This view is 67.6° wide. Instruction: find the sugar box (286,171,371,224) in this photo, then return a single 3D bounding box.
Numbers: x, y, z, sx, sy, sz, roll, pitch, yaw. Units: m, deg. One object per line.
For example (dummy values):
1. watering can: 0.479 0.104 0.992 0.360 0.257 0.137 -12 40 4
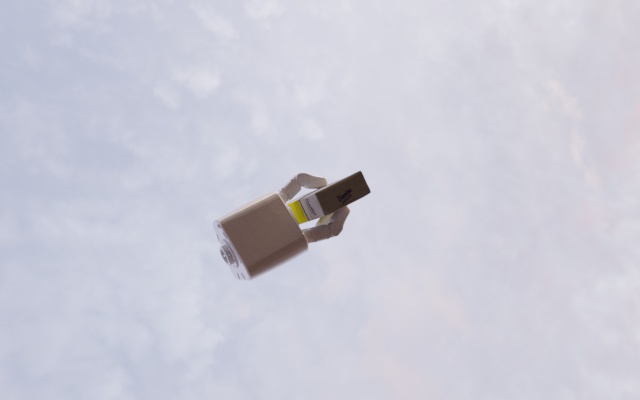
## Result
1. sugar box: 0.000 0.003 0.801 0.093 0.048 0.176 -27 5 -26
